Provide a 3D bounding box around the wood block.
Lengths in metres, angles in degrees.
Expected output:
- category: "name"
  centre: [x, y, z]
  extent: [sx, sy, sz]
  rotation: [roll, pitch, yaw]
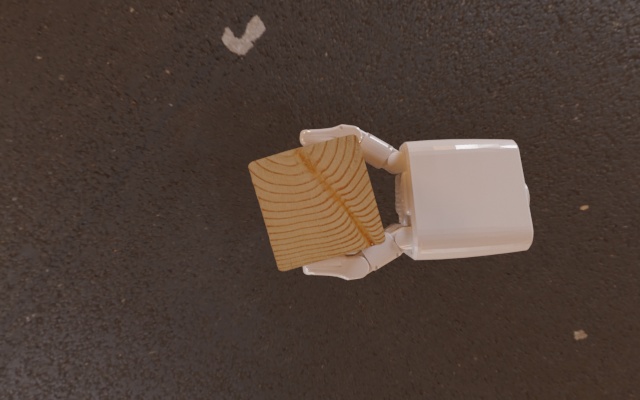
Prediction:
- category: "wood block"
  centre: [0.000, 0.001, 0.471]
  extent: [0.090, 0.091, 0.206]
  rotation: [-16, -1, 1]
